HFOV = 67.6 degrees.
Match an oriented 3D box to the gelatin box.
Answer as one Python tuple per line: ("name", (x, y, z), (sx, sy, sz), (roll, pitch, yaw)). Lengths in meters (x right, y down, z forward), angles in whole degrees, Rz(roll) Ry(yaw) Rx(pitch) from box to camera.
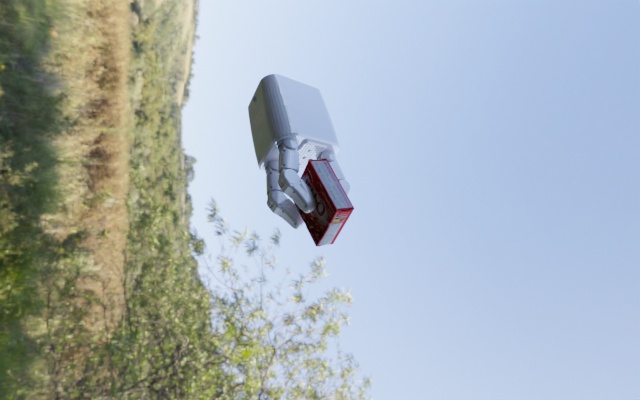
("gelatin box", (0.001, 0.002, 0.612), (0.030, 0.089, 0.073), (-6, -38, -32))
